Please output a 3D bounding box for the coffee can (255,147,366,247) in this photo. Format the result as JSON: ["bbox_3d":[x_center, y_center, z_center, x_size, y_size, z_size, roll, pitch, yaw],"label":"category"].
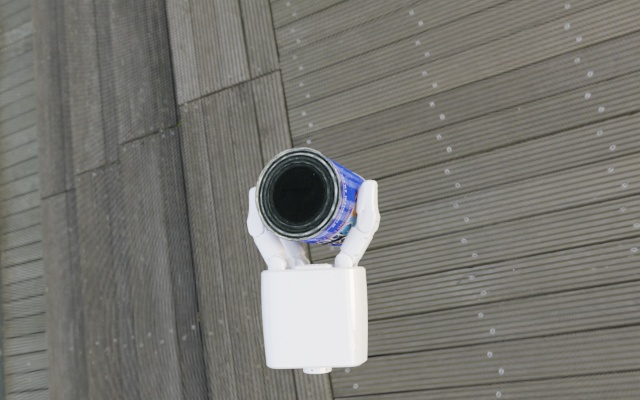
[{"bbox_3d":[0.000,0.002,0.575,0.103,0.103,0.140,0,-8,22],"label":"coffee can"}]
